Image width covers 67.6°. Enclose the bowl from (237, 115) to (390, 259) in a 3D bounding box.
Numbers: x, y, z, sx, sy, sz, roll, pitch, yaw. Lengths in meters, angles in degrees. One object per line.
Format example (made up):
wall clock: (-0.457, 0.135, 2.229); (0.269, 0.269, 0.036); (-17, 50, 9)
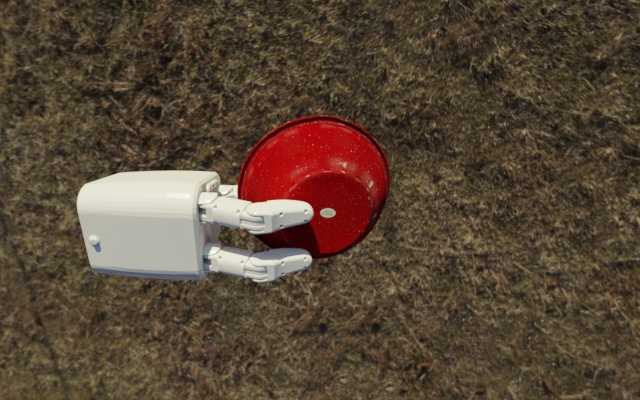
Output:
bowl: (0.001, 0.001, 0.473); (0.162, 0.162, 0.055); (0, 28, -13)
